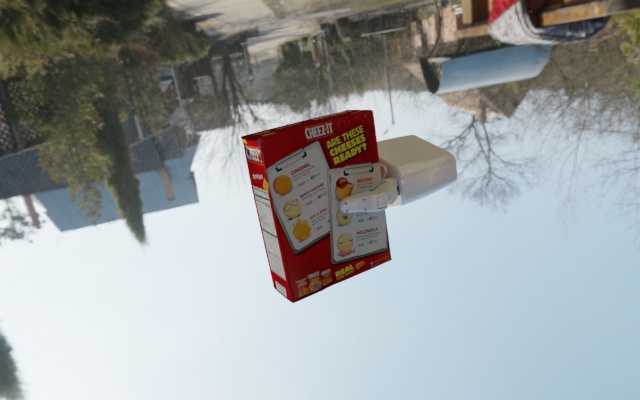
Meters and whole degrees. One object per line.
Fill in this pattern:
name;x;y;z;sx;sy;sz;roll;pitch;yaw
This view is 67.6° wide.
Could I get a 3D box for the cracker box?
cracker box;0.000;0.002;0.628;0.164;0.214;0.072;-19;18;-27
